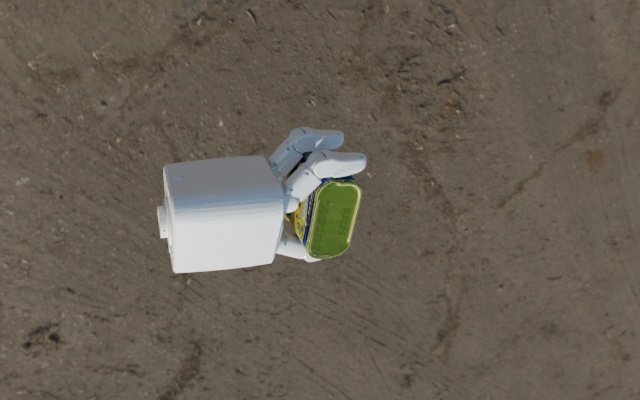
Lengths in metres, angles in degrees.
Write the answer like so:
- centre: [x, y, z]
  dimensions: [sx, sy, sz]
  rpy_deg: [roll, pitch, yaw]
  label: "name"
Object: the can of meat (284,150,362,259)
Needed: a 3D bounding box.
- centre: [0.000, 0.002, 0.530]
  dimensions: [0.057, 0.102, 0.084]
  rpy_deg: [-3, 32, -22]
  label: "can of meat"
